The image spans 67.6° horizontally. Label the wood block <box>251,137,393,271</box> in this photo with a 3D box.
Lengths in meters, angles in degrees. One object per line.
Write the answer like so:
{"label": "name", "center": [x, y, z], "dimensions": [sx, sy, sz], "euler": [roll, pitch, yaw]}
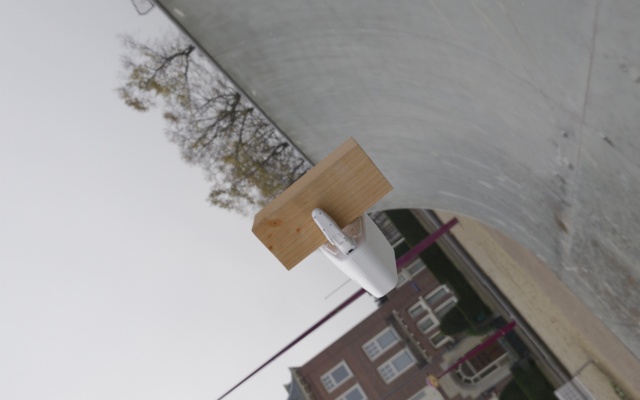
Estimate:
{"label": "wood block", "center": [0.000, 0.003, 0.754], "dimensions": [0.206, 0.090, 0.090], "euler": [-39, 15, 6]}
